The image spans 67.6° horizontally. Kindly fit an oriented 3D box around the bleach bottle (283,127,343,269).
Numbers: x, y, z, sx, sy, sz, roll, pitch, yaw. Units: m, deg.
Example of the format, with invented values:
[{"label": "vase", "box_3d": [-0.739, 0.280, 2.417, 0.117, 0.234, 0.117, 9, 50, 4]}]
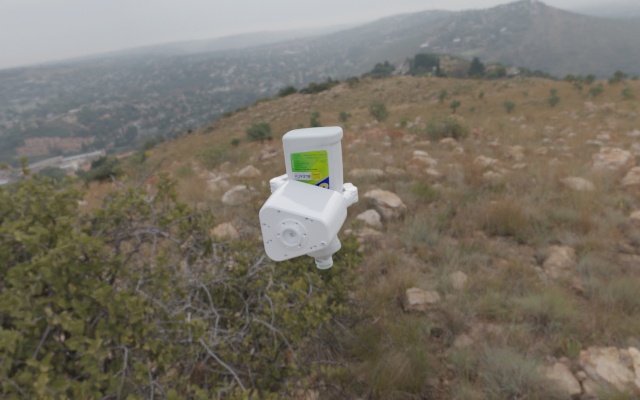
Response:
[{"label": "bleach bottle", "box_3d": [0.000, 0.003, 0.832, 0.102, 0.251, 0.068, -1, 21, 17]}]
